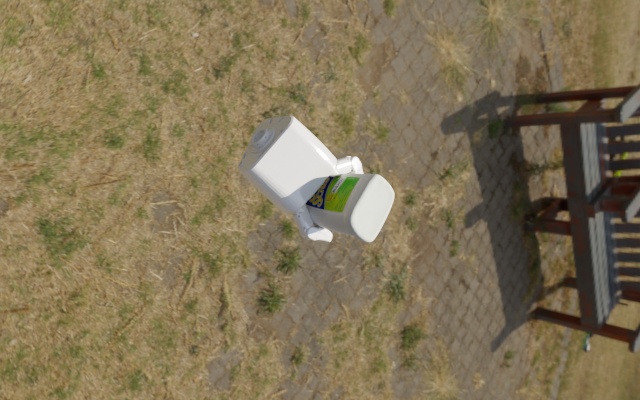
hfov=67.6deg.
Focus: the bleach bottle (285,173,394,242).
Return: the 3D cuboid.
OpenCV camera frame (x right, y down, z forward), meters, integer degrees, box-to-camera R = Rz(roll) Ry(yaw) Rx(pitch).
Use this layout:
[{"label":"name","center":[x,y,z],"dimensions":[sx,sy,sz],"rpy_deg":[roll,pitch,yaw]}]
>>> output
[{"label":"bleach bottle","center":[0.000,0.003,0.795],"dimensions":[0.251,0.102,0.068],"rpy_deg":[5,-31,50]}]
